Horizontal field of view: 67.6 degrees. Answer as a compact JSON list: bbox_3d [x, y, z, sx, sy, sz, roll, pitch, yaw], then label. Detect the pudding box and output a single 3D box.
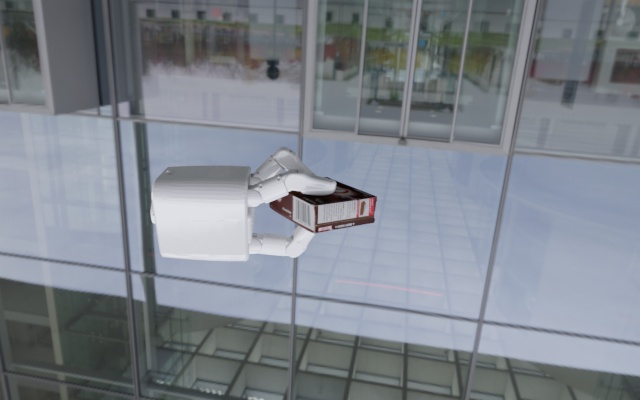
[{"bbox_3d":[0.000,0.002,0.590,0.090,0.039,0.113,-9,21,-32],"label":"pudding box"}]
